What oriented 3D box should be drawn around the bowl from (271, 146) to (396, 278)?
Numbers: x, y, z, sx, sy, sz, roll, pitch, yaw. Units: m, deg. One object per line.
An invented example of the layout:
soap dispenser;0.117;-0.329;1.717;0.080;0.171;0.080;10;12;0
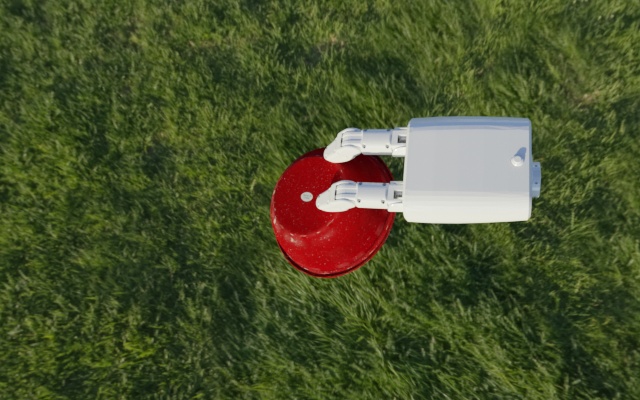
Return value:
bowl;-0.001;0.002;0.533;0.162;0.162;0.055;0;-17;32
